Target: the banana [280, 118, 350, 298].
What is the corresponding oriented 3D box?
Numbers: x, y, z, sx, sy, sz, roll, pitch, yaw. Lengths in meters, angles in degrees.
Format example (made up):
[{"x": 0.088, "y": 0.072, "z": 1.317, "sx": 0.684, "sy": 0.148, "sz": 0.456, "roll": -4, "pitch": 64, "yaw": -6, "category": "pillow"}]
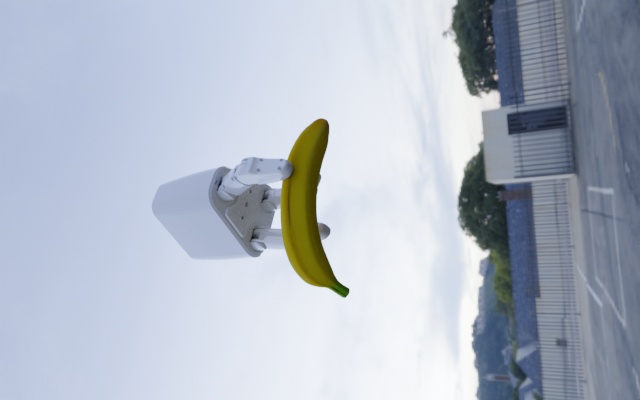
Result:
[{"x": -0.012, "y": 0.003, "z": 0.498, "sx": 0.037, "sy": 0.197, "sz": 0.069, "roll": -15, "pitch": -15, "yaw": 40, "category": "banana"}]
